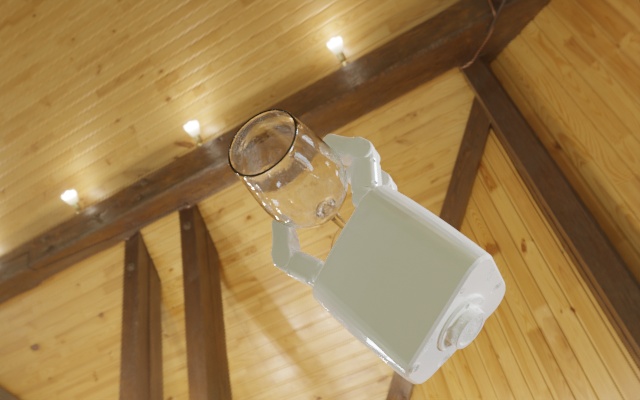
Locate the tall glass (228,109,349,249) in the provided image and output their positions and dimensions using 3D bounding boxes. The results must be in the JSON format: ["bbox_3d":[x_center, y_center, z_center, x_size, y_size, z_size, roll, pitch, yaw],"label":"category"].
[{"bbox_3d":[0.000,0.002,0.436,0.079,0.079,0.201,0,-28,31],"label":"tall glass"}]
